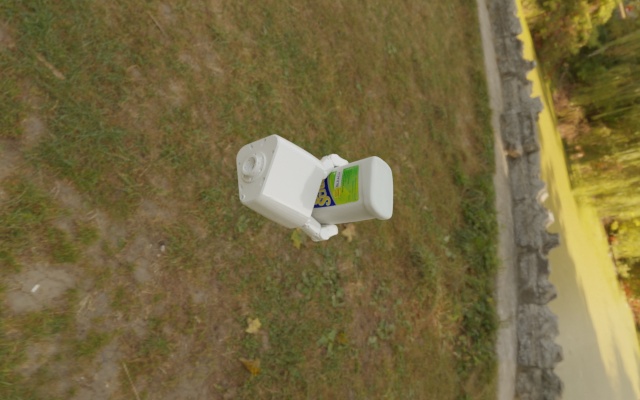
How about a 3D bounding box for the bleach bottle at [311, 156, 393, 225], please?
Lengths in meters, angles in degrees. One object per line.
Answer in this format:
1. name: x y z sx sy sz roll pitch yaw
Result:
1. bleach bottle: 0.000 0.003 0.819 0.251 0.102 0.068 -15 -31 36
